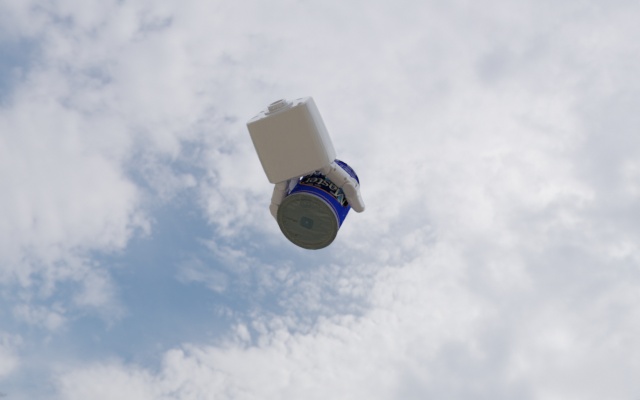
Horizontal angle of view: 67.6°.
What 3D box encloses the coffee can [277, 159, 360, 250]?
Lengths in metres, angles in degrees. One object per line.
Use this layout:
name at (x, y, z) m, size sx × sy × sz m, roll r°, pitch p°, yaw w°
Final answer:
coffee can at (0.000, 0.003, 0.806) m, size 0.103 × 0.103 × 0.140 m, roll 0°, pitch 28°, yaw 21°
